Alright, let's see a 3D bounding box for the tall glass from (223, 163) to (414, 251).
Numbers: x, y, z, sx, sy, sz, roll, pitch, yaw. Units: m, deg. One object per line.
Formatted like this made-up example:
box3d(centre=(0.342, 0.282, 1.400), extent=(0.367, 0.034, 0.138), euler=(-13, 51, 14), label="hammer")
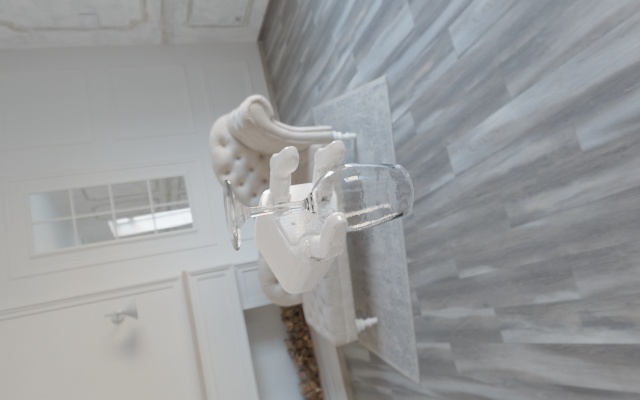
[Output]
box3d(centre=(-0.001, 0.002, 0.524), extent=(0.201, 0.079, 0.079), euler=(-9, 3, -19), label="tall glass")
